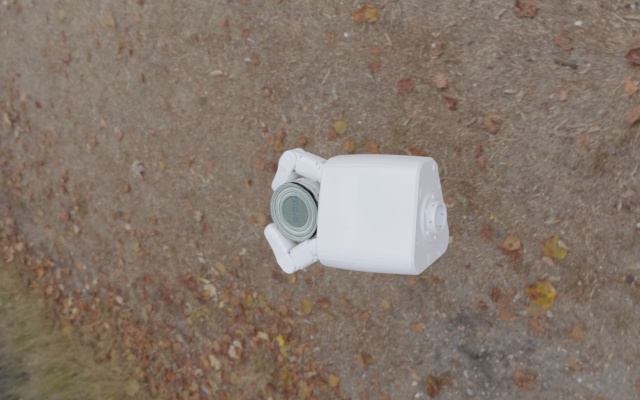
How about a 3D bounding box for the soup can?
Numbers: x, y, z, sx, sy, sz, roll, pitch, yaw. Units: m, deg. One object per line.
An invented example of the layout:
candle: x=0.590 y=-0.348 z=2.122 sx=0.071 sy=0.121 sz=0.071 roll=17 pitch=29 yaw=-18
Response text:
soup can: x=-0.001 y=0.002 z=0.548 sx=0.068 sy=0.068 sz=0.102 roll=0 pitch=13 yaw=36
